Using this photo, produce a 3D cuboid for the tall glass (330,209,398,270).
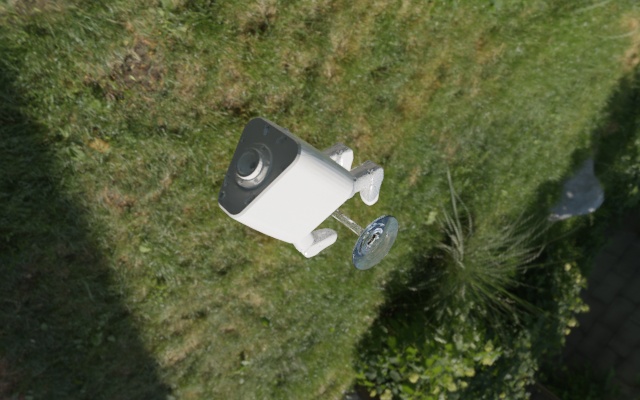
[{"bbox_3d":[0.001,0.002,0.609,0.079,0.079,0.201,0,28,-47],"label":"tall glass"}]
